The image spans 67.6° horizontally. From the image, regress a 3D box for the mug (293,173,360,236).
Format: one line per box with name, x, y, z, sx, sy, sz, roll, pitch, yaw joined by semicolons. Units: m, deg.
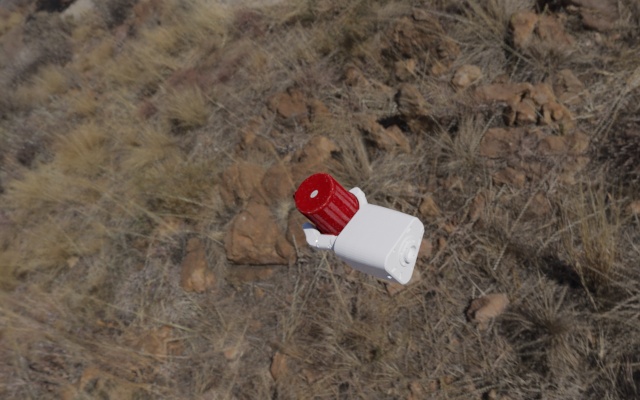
mug;-0.001;0.002;0.840;0.117;0.093;0.081;13;-20;41
